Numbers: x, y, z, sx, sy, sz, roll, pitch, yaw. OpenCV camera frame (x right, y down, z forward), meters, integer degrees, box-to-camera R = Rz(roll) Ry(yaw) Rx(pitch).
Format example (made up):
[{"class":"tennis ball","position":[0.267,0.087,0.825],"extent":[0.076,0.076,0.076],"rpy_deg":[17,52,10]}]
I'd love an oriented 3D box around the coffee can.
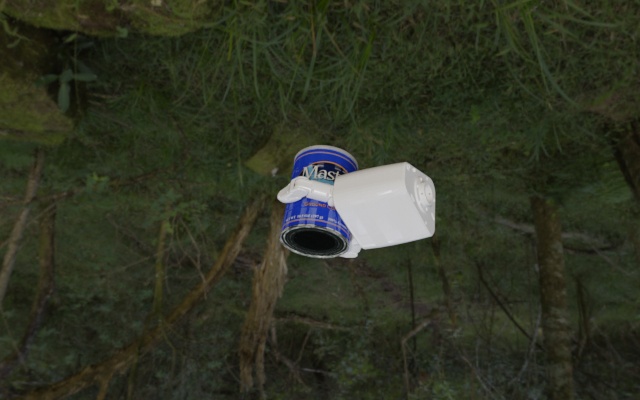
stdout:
[{"class":"coffee can","position":[0.000,0.002,0.724],"extent":[0.103,0.140,0.103],"rpy_deg":[7,-31,4]}]
